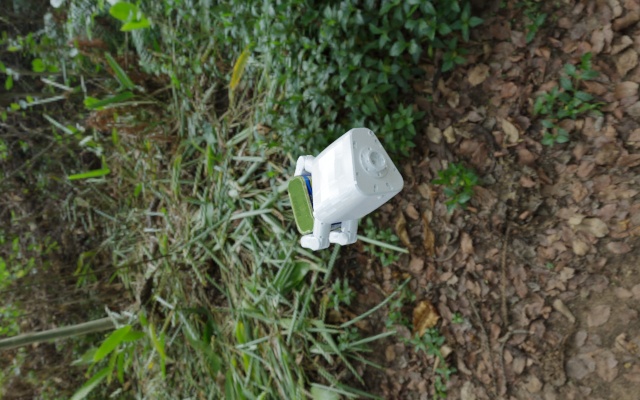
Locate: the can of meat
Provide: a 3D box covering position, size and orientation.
[{"bbox_3d":[0.000,0.003,0.792,0.084,0.102,0.057,-9,-13,-36],"label":"can of meat"}]
